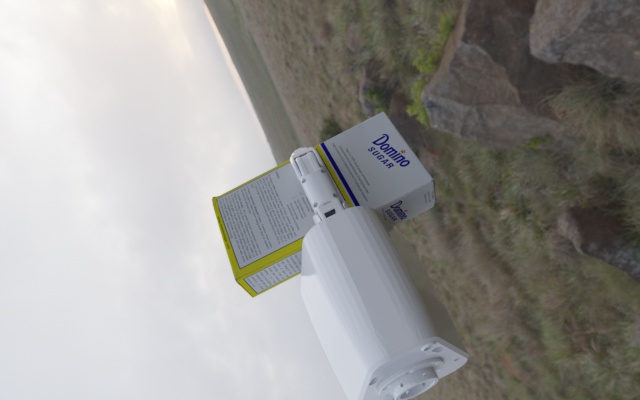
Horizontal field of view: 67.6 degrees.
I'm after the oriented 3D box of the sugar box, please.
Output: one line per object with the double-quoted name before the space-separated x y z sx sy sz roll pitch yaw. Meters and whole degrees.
"sugar box" 0.000 0.002 0.414 0.176 0.093 0.048 -25 -36 -2
